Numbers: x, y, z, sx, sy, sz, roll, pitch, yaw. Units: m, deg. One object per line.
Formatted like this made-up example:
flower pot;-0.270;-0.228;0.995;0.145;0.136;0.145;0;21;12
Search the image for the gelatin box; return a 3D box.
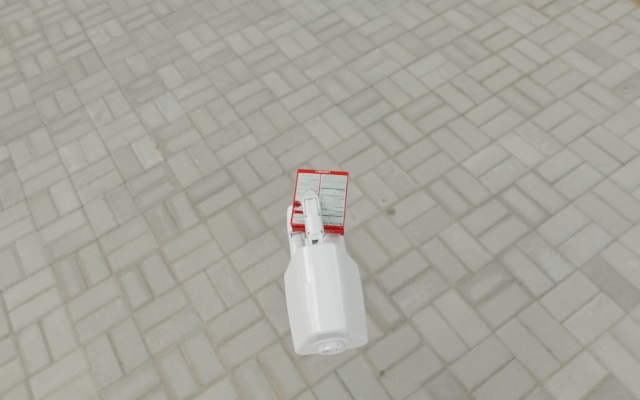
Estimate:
gelatin box;0.000;0.002;0.658;0.073;0.089;0.030;3;-24;6
